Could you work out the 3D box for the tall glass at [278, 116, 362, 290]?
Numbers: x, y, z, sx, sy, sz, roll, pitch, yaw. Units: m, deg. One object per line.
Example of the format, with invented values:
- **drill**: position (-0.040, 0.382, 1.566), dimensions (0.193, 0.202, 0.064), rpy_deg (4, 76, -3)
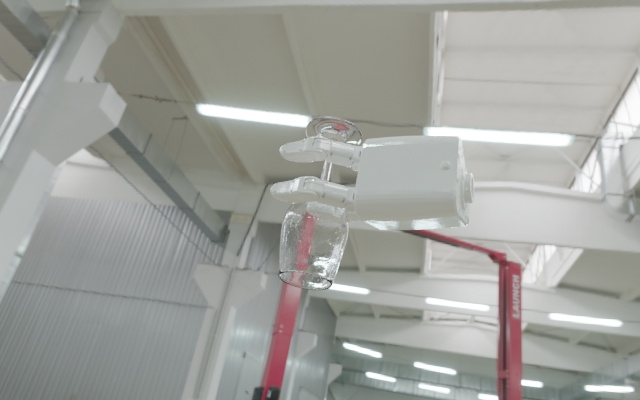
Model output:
- **tall glass**: position (0.000, 0.001, 0.573), dimensions (0.079, 0.201, 0.079), rpy_deg (9, -26, 5)
